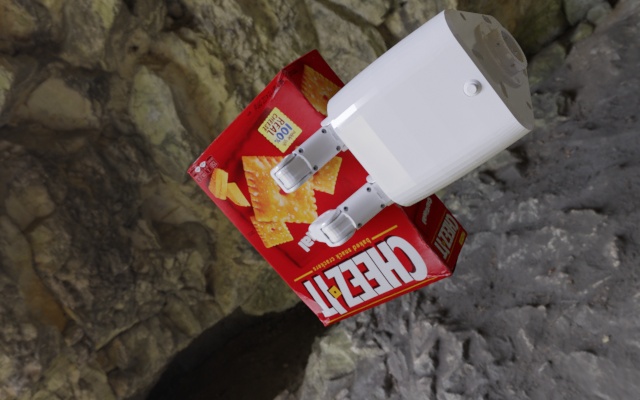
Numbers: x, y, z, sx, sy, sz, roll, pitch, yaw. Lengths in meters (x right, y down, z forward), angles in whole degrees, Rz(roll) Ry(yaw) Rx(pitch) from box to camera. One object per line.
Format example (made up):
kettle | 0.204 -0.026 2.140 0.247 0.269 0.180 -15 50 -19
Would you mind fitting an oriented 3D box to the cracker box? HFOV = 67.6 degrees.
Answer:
cracker box | 0.000 0.001 0.441 0.164 0.214 0.072 -34 10 40
